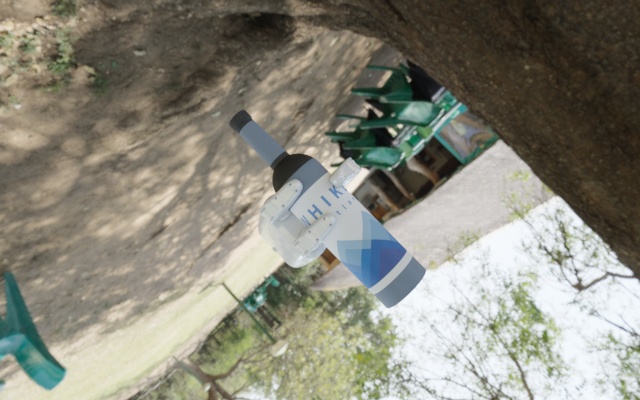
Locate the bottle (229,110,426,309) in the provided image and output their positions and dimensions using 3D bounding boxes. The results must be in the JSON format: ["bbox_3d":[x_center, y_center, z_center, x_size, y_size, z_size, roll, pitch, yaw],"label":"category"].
[{"bbox_3d":[0.000,0.002,0.582,0.069,0.295,0.069,-45,-3,-3],"label":"bottle"}]
